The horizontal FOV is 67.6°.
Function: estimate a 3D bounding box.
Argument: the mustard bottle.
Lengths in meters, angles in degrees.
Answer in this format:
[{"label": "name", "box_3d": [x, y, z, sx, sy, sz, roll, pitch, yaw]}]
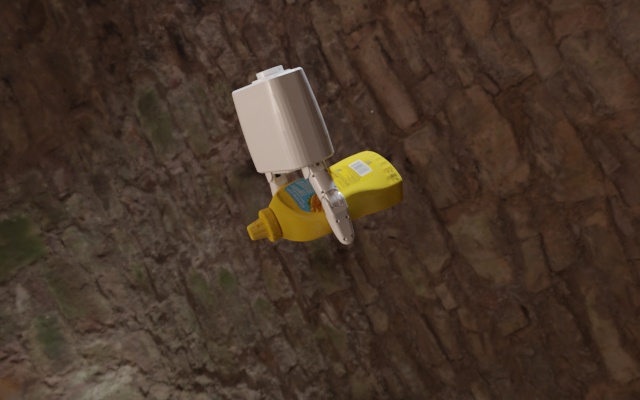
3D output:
[{"label": "mustard bottle", "box_3d": [0.000, 0.002, 0.593, 0.191, 0.058, 0.096, -23, 39, -17]}]
